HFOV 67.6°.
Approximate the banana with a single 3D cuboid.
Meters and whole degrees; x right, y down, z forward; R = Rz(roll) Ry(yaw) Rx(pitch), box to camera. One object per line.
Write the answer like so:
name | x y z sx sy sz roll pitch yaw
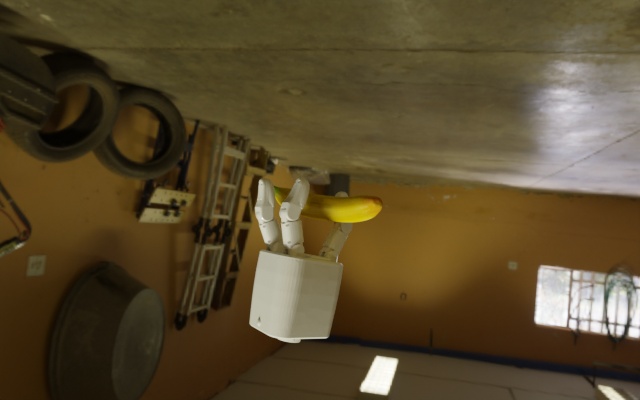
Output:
banana | 0.007 0.007 0.654 0.198 0.037 0.070 7 -12 35
